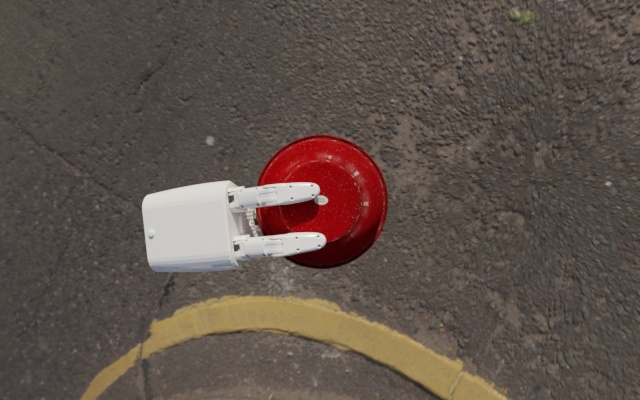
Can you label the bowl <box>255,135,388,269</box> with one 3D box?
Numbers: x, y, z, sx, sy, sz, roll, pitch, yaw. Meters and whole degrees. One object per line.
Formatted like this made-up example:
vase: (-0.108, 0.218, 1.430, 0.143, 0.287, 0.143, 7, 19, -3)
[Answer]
bowl: (0.001, 0.001, 0.549, 0.162, 0.162, 0.055, 0, 0, 2)
